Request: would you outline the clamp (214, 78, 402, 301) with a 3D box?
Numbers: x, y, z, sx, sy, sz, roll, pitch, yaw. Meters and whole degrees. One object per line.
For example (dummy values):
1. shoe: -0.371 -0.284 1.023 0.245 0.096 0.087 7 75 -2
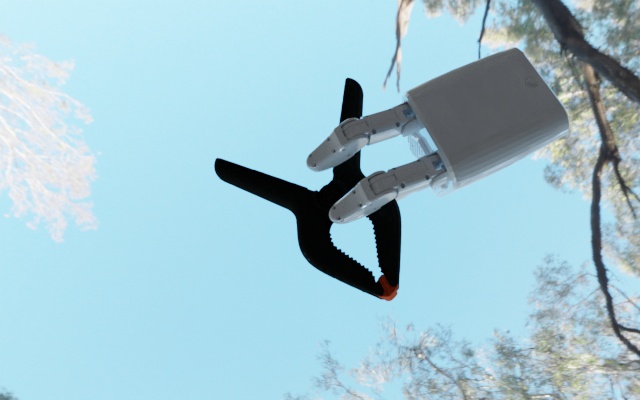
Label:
1. clamp: 0.001 0.002 0.436 0.164 0.210 0.036 -26 -23 4
